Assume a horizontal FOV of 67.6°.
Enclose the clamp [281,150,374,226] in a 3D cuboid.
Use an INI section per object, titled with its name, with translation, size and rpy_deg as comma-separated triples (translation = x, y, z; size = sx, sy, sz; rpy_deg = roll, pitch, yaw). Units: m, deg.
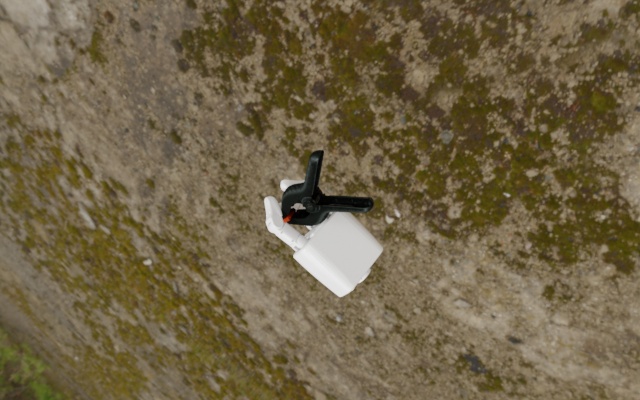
[clamp]
translation = 0.000, 0.003, 0.742
size = 0.039, 0.120, 0.171
rpy_deg = -51, 5, -39
